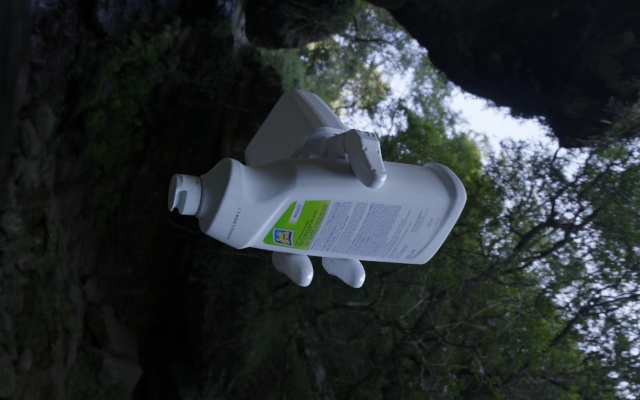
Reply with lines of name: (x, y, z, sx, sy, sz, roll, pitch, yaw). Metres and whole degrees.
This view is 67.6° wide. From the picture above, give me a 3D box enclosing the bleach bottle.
bleach bottle: (0.000, 0.001, 0.418, 0.251, 0.103, 0.068, 7, 32, -27)
